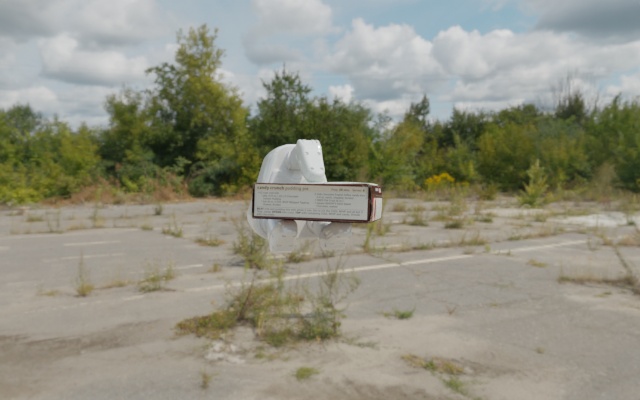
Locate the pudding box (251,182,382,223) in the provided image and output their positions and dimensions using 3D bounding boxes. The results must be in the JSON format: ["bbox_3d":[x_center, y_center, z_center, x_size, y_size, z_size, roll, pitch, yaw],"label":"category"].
[{"bbox_3d":[0.000,0.001,0.467,0.113,0.039,0.090,0,1,13],"label":"pudding box"}]
